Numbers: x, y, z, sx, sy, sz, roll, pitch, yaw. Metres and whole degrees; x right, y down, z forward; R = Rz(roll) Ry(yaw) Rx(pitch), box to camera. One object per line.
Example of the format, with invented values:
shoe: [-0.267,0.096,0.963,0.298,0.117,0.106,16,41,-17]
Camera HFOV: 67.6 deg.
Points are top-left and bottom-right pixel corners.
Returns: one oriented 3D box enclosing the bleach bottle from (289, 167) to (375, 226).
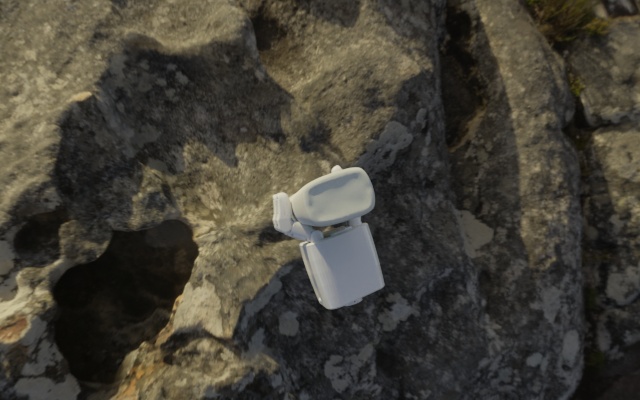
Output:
bleach bottle: [0.000,0.002,0.756,0.102,0.068,0.251,-18,0,-11]
